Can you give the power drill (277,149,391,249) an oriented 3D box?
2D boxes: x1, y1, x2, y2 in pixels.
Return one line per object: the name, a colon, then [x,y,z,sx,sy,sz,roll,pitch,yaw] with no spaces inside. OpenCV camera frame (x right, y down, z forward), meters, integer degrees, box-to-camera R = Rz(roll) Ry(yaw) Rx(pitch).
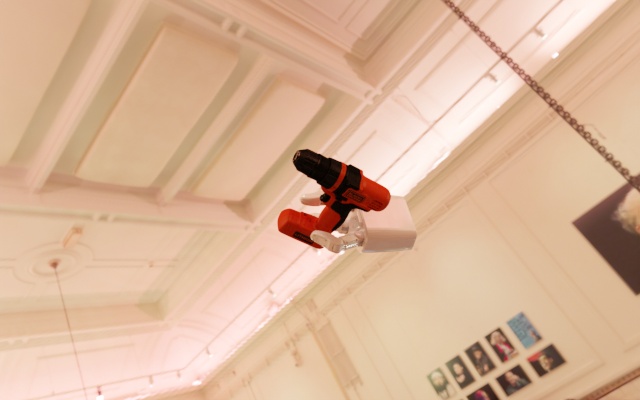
power drill: [0.000,0.003,0.832,0.184,0.057,0.188,27,-44,-20]
